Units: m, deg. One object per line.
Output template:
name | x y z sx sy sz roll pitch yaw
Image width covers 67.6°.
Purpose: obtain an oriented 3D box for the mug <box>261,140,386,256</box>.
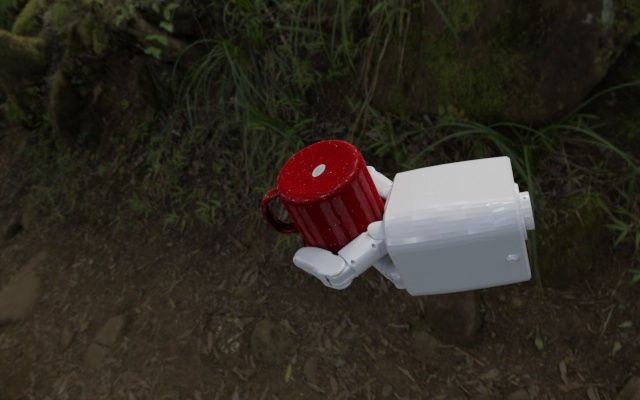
mug | -0.001 0.002 0.443 0.117 0.093 0.081 -11 -47 20
